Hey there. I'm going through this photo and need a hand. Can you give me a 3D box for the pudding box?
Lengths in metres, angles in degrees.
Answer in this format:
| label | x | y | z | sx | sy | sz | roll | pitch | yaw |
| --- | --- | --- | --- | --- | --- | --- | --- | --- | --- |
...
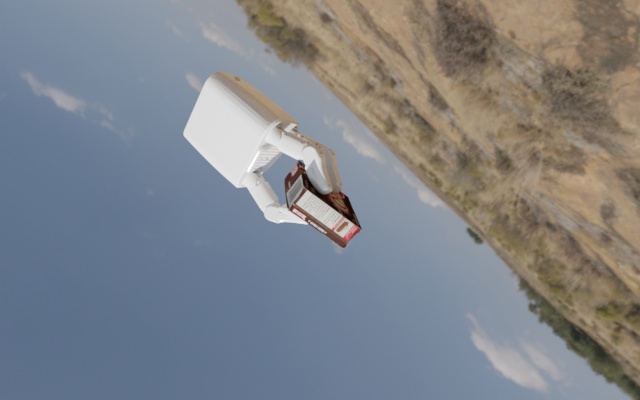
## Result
| label | x | y | z | sx | sy | sz | roll | pitch | yaw |
| --- | --- | --- | --- | --- | --- | --- | --- | --- | --- |
| pudding box | 0.000 | 0.002 | 0.606 | 0.090 | 0.039 | 0.113 | 35 | 16 | -17 |
